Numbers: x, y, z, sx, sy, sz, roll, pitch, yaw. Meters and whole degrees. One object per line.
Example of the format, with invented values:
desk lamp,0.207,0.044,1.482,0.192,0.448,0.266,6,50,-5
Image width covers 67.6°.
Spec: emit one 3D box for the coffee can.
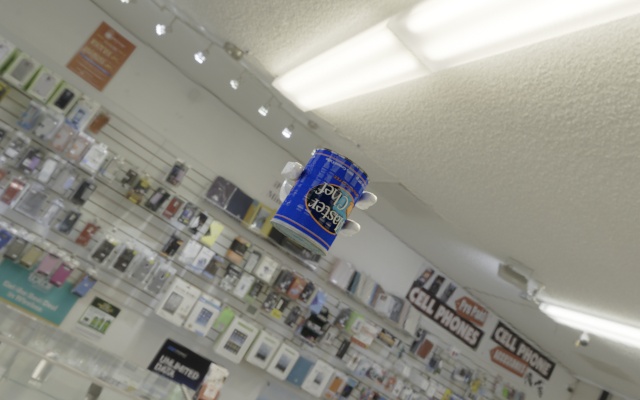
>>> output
coffee can,0.000,0.003,0.759,0.103,0.140,0.103,30,-12,7
